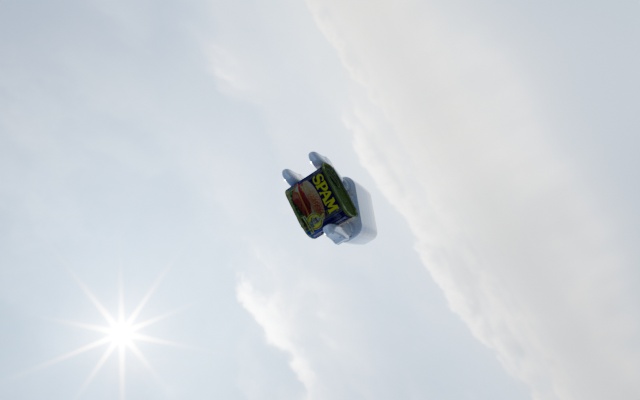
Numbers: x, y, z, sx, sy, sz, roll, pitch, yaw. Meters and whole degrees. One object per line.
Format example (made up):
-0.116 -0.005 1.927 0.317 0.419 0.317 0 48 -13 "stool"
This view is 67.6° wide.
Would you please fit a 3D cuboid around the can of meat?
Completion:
0.000 0.003 0.793 0.084 0.102 0.057 -32 -17 17 "can of meat"
